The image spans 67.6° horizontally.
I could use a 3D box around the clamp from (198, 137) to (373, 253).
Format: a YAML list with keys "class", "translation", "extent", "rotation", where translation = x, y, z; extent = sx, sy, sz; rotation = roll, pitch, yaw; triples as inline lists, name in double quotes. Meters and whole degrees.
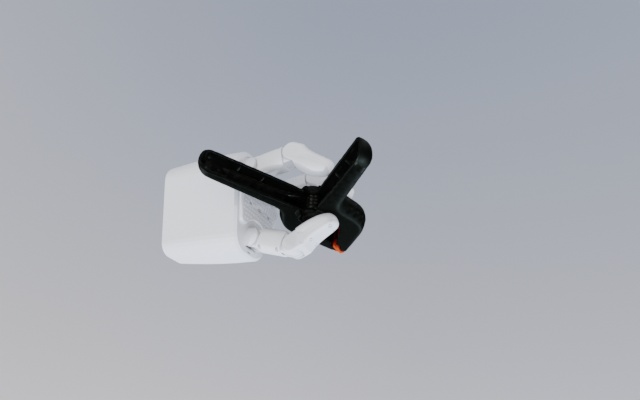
- class: "clamp"
  translation: [0.000, 0.003, 0.488]
  extent: [0.164, 0.036, 0.210]
  rotation: [-5, -30, 26]
